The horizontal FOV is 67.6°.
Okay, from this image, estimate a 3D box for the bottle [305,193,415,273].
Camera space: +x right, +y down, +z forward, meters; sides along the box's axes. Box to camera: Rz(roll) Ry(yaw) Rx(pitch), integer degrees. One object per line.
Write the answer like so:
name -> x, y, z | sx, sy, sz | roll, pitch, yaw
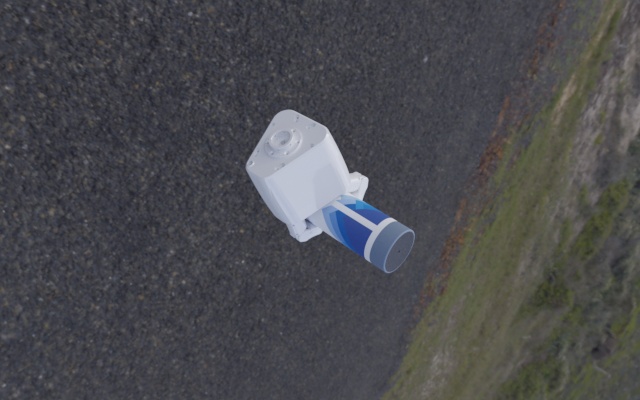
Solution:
bottle -> 0.000, 0.003, 0.711 | 0.295, 0.069, 0.069 | 32, 19, 33
